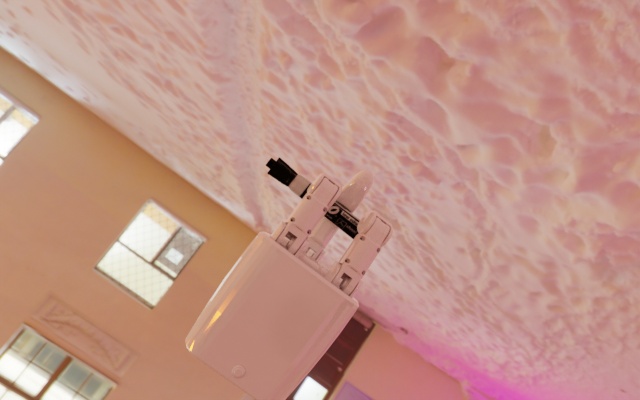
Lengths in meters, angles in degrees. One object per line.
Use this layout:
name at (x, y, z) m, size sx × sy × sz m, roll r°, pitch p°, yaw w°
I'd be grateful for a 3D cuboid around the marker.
marker at (0.000, 0.001, 0.439) m, size 0.121 × 0.020 × 0.020 m, roll 38°, pitch -4°, yaw -5°
